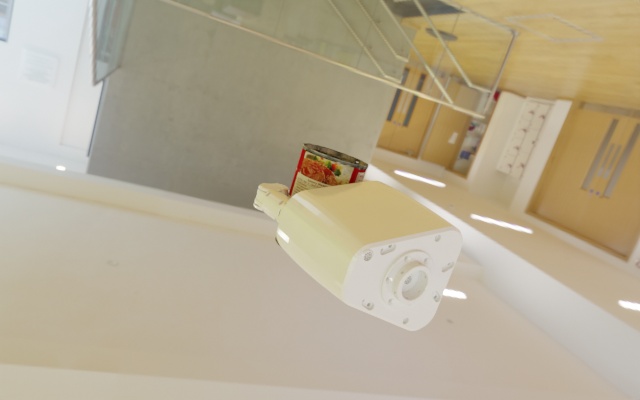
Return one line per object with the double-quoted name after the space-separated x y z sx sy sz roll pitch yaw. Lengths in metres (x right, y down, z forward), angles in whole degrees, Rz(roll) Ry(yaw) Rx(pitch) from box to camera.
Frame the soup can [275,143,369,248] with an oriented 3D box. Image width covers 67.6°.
0.000 0.002 0.480 0.068 0.102 0.068 17 12 -4 "soup can"
